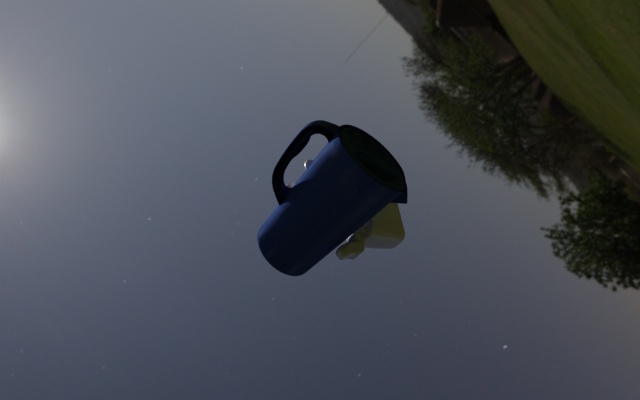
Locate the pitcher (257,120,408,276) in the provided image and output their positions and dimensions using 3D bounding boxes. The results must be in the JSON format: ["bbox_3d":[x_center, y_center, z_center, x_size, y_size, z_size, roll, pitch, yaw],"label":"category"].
[{"bbox_3d":[0.000,0.003,0.743,0.145,0.149,0.243,10,-47,-47],"label":"pitcher"}]
